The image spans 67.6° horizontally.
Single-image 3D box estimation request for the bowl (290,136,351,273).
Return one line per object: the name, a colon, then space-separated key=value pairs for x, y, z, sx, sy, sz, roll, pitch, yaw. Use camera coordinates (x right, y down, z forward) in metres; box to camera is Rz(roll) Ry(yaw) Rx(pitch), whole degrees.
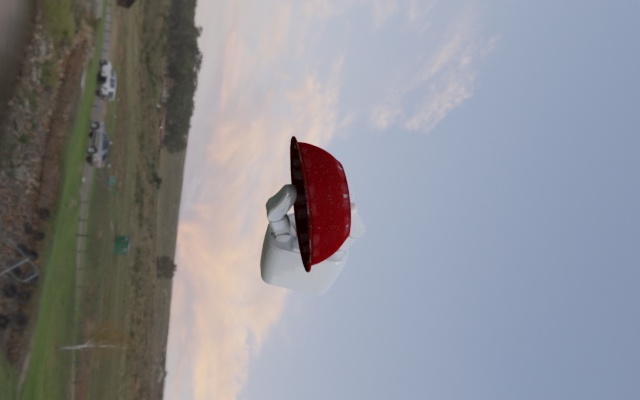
bowl: x=0.001 y=0.001 z=0.565 sx=0.055 sy=0.162 sz=0.162 roll=-6 pitch=1 yaw=-7
